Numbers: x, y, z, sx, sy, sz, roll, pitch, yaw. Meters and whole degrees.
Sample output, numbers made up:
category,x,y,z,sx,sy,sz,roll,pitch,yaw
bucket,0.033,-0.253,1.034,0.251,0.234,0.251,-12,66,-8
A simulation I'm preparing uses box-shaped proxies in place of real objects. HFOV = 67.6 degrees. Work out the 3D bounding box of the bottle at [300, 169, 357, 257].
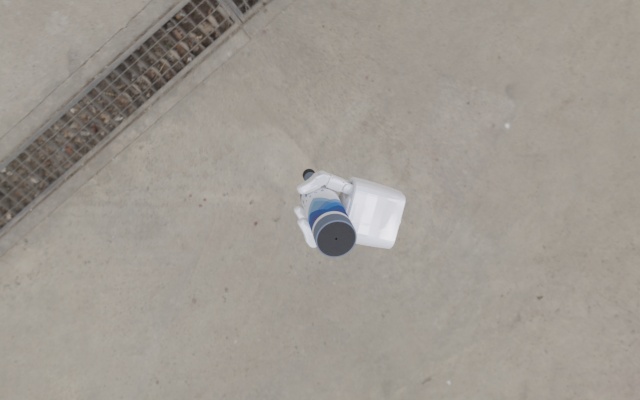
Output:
category,x,y,z,sx,sy,sz,roll,pitch,yaw
bottle,0.000,0.003,0.881,0.069,0.069,0.295,0,23,-11
